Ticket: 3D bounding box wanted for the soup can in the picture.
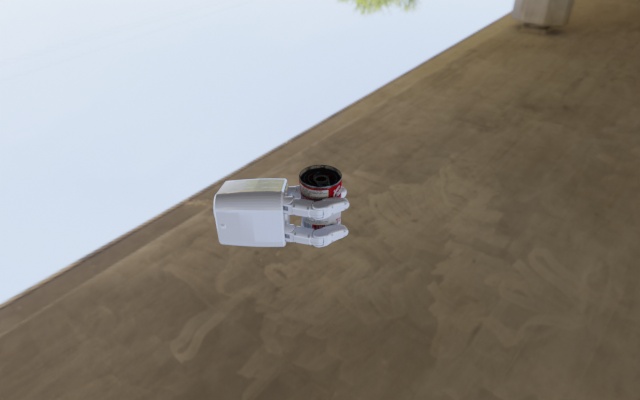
[{"bbox_3d":[0.001,0.003,0.777,0.068,0.102,0.068,0,34,0],"label":"soup can"}]
